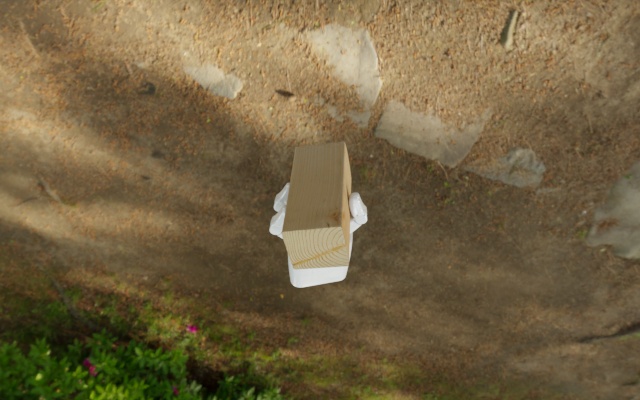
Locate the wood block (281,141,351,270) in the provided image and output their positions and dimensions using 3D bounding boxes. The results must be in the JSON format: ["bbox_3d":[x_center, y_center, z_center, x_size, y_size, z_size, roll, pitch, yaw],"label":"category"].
[{"bbox_3d":[0.000,0.003,0.782,0.091,0.090,0.206,-5,42,9],"label":"wood block"}]
